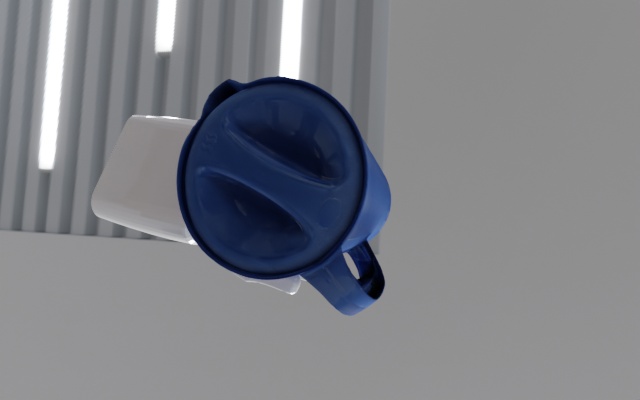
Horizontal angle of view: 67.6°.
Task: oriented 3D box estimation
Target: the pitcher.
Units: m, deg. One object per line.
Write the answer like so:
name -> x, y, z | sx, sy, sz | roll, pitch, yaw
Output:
pitcher -> 0.000, 0.001, 0.417 | 0.145, 0.149, 0.243 | 10, -1, 16
